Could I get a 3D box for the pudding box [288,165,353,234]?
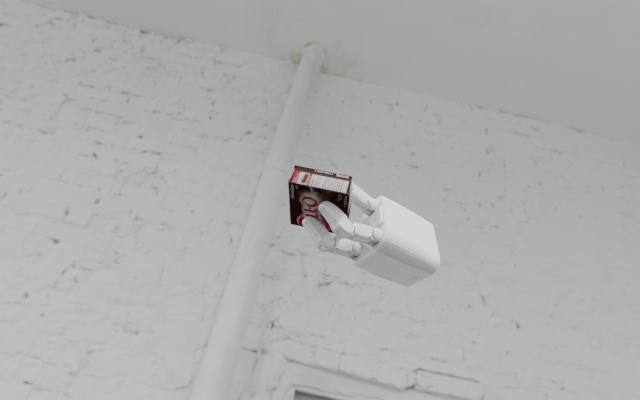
[{"bbox_3d":[0.000,0.002,0.715,0.090,0.039,0.114,11,-37,7],"label":"pudding box"}]
